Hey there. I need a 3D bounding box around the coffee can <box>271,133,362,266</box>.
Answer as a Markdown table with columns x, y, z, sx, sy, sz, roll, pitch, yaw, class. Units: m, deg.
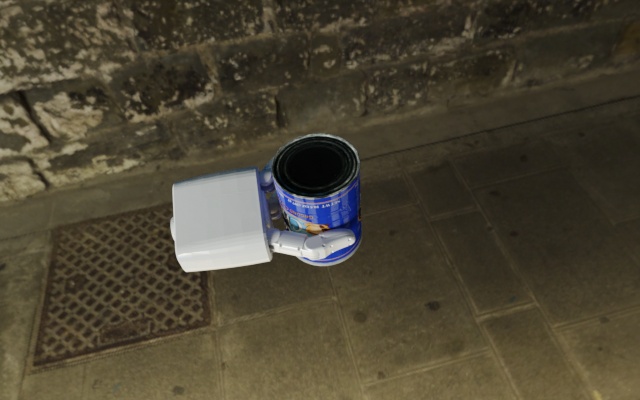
| x | y | z | sx | sy | sz | roll | pitch | yaw | class |
| --- | --- | --- | --- | --- | --- | --- | --- | --- | --- |
| 0.000 | 0.002 | 0.598 | 0.103 | 0.102 | 0.140 | 0 | -39 | 6 | coffee can |
